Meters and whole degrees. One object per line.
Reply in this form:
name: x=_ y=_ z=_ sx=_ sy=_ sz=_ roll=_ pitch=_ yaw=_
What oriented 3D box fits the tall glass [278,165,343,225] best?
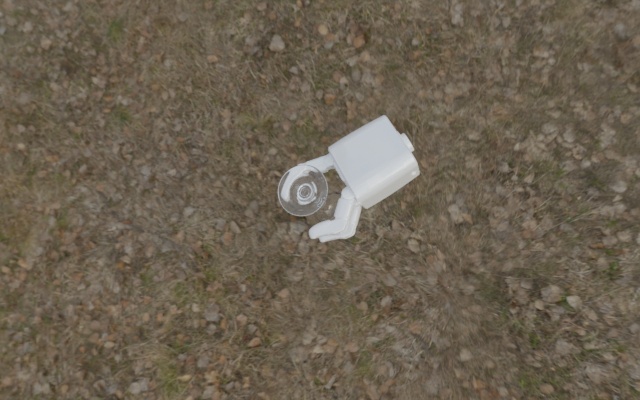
tall glass: x=0.000 y=0.002 z=0.766 sx=0.079 sy=0.079 sz=0.201 roll=0 pitch=-10 yaw=15
